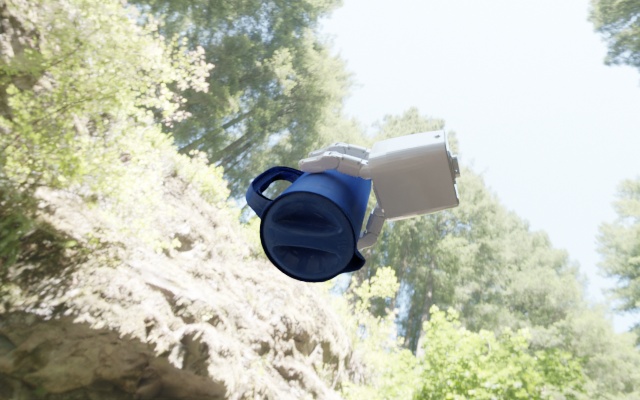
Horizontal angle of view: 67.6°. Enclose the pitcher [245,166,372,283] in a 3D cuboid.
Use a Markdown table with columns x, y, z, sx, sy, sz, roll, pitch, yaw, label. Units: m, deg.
| x | y | z | sx | sy | sz | roll | pitch | yaw | label |
| --- | --- | --- | --- | --- | --- | --- | --- | --- | --- |
| 0.000 | 0.002 | 0.722 | 0.145 | 0.149 | 0.242 | -12 | 18 | 19 | pitcher |
